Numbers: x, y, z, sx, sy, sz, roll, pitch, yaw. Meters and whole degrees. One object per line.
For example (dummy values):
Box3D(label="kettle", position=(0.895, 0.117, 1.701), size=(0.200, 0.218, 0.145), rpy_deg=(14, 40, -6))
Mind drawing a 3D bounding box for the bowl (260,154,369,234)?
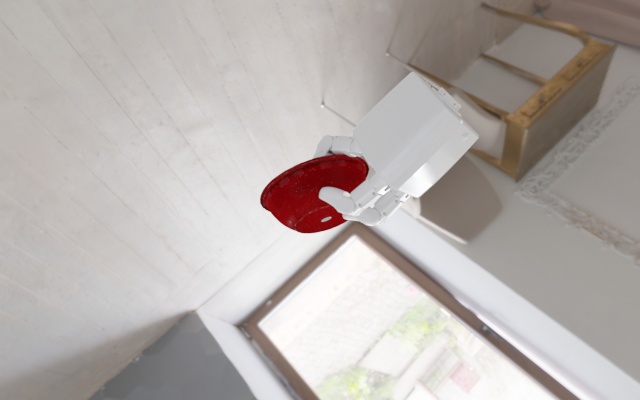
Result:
Box3D(label="bowl", position=(-0.001, 0.003, 0.666), size=(0.162, 0.055, 0.162), rpy_deg=(-16, -23, -7))
